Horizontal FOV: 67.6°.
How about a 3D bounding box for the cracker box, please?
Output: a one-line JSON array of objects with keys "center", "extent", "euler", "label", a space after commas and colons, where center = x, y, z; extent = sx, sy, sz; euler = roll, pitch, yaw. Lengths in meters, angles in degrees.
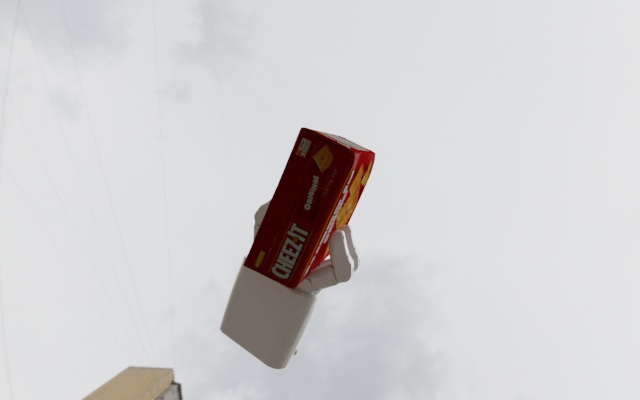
[{"center": [0.000, 0.002, 0.595], "extent": [0.072, 0.164, 0.213], "euler": [25, 10, 9], "label": "cracker box"}]
